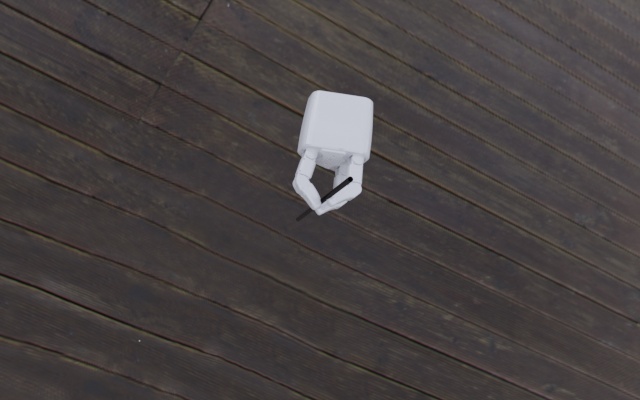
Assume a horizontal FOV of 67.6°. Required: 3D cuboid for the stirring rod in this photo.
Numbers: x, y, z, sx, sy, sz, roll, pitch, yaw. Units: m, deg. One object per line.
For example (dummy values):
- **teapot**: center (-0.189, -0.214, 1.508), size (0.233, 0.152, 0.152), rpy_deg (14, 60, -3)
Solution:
- **stirring rod**: center (0.000, 0.002, 0.762), size (0.011, 0.011, 0.239), rpy_deg (0, -15, -21)
